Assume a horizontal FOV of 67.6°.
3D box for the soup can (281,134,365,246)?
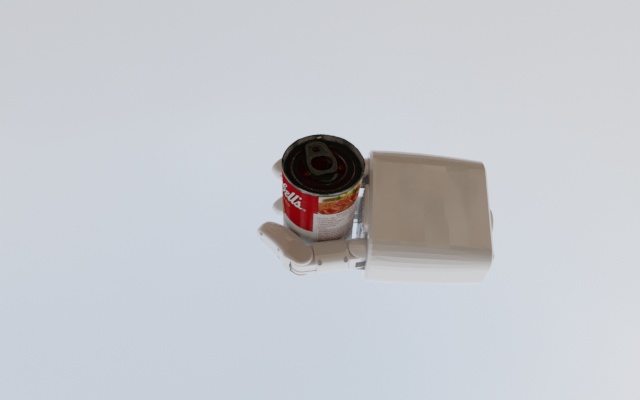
[{"bbox_3d":[0.000,0.002,0.422,0.068,0.068,0.102,0,-39,-4],"label":"soup can"}]
